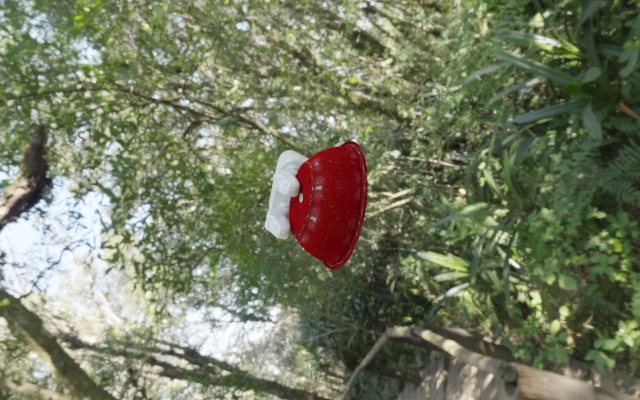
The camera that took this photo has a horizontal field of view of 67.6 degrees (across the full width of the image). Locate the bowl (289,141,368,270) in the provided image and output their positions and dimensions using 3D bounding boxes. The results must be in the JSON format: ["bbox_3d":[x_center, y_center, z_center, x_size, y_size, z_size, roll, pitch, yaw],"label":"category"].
[{"bbox_3d":[0.000,0.002,0.585,0.055,0.162,0.162,9,-3,-19],"label":"bowl"}]
